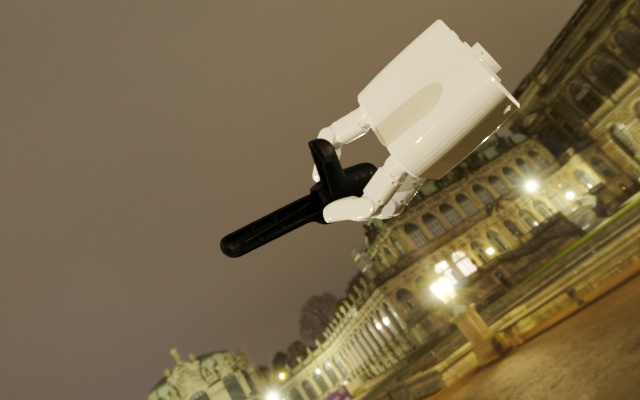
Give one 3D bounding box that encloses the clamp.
[{"bbox_3d":[0.000,0.001,0.513,0.164,0.036,0.210,-41,-20,25],"label":"clamp"}]
